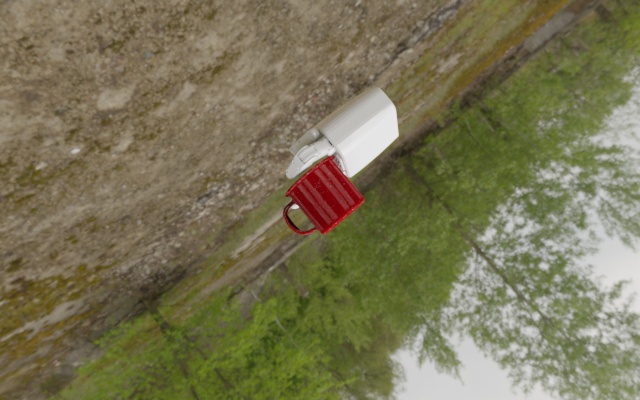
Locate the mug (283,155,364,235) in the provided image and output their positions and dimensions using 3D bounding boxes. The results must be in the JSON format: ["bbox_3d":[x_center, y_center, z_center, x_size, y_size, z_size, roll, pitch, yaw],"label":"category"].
[{"bbox_3d":[-0.001,0.003,0.696,0.117,0.081,0.093,-39,-5,-3],"label":"mug"}]
